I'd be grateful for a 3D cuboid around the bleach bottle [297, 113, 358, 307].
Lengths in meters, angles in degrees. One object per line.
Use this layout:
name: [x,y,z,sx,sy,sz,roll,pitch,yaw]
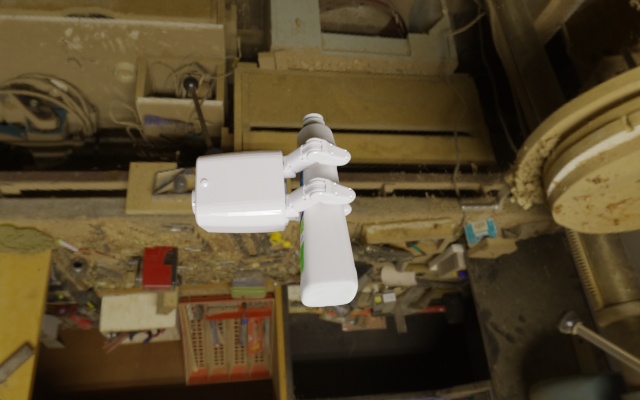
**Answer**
bleach bottle: [0.000,0.002,0.622,0.068,0.250,0.103,-3,-26,-5]
